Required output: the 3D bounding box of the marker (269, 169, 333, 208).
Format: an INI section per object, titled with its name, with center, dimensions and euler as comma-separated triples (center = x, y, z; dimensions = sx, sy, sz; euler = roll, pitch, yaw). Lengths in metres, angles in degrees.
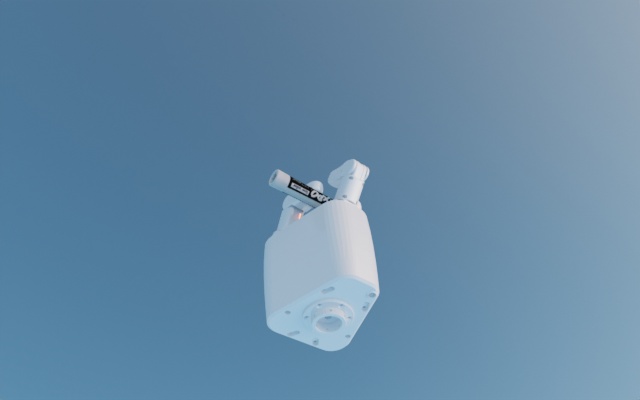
[marker]
center = 0.000, 0.002, 0.517
dimensions = 0.121, 0.020, 0.020
euler = 28, -12, -24
